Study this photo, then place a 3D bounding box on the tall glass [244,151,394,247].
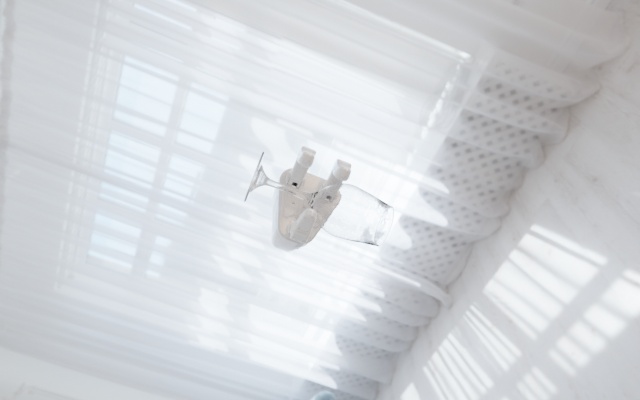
[{"bbox_3d":[-0.001,0.002,0.670,0.201,0.079,0.079,21,-3,-8],"label":"tall glass"}]
